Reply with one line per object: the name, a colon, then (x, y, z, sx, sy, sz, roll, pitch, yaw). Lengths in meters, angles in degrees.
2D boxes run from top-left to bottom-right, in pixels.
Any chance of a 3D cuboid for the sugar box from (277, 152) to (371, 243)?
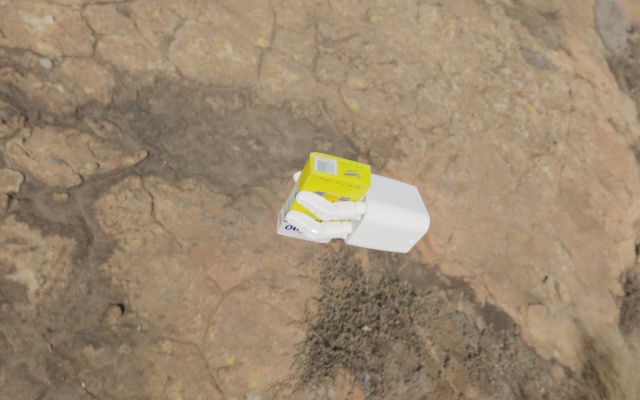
sugar box: (0.000, 0.003, 0.739, 0.093, 0.048, 0.176, 13, -39, -15)
